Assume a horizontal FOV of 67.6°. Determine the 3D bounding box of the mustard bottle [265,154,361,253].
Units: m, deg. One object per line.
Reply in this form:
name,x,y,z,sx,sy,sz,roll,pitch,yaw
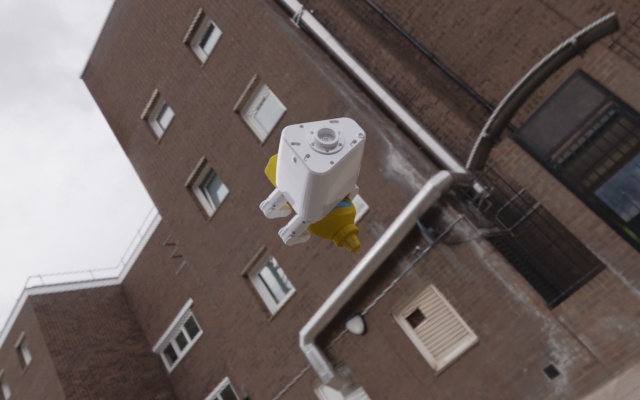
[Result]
mustard bottle,0.000,0.002,0.741,0.096,0.191,0.058,-11,-37,-44
